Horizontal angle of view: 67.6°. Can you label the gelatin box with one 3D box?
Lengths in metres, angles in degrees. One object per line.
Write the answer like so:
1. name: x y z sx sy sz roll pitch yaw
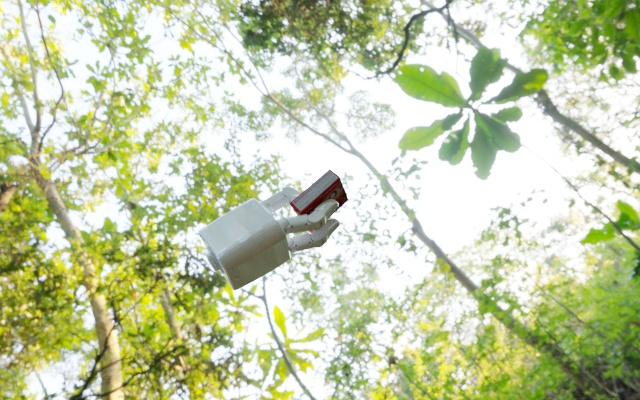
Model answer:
1. gelatin box: 0.000 0.002 0.778 0.030 0.089 0.073 42 -12 32
